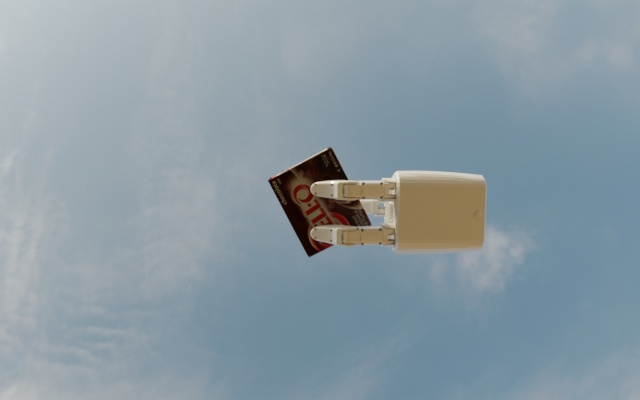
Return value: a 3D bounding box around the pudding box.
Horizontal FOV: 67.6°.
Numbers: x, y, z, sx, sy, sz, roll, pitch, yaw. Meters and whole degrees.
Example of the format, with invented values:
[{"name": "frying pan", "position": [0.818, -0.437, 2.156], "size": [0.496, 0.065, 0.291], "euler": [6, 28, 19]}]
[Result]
[{"name": "pudding box", "position": [0.000, 0.002, 0.602], "size": [0.090, 0.113, 0.039], "euler": [-27, 4, 5]}]
